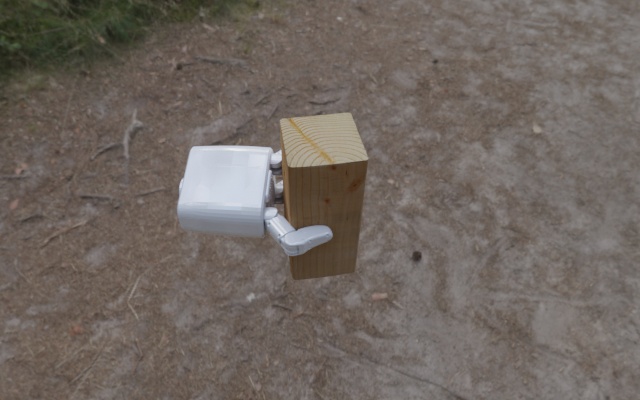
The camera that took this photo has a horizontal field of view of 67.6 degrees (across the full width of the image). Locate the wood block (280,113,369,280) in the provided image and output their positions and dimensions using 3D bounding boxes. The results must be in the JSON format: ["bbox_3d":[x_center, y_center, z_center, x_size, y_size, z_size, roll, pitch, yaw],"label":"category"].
[{"bbox_3d":[0.000,0.002,0.613,0.090,0.090,0.206,-6,-44,-7],"label":"wood block"}]
